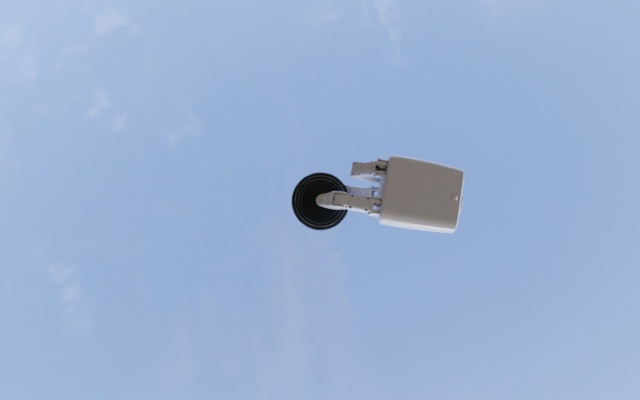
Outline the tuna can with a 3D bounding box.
[{"bbox_3d":[0.000,0.002,0.716,0.086,0.086,0.034,0,-5,0],"label":"tuna can"}]
